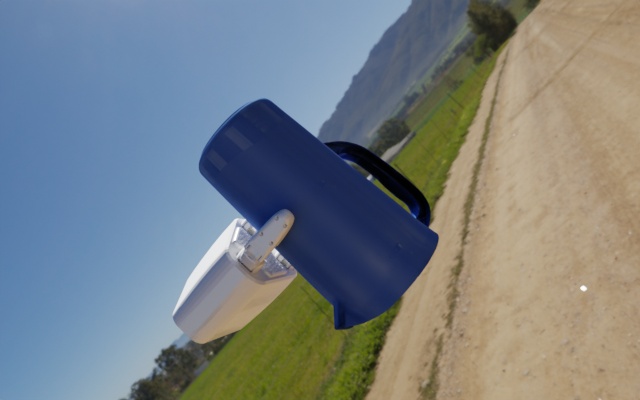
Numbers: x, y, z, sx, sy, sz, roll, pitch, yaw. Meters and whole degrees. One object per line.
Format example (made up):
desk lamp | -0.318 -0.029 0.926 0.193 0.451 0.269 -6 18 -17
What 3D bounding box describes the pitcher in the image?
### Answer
pitcher | 0.000 0.002 0.511 0.243 0.145 0.149 42 16 1
